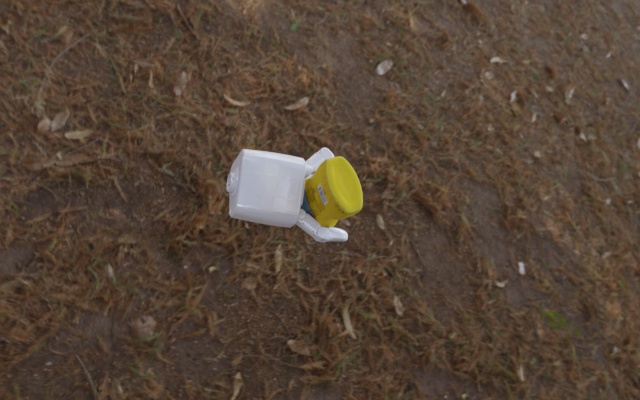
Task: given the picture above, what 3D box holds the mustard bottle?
[{"bbox_3d":[0.001,0.003,0.822,0.058,0.096,0.192,-17,-10,-29],"label":"mustard bottle"}]
